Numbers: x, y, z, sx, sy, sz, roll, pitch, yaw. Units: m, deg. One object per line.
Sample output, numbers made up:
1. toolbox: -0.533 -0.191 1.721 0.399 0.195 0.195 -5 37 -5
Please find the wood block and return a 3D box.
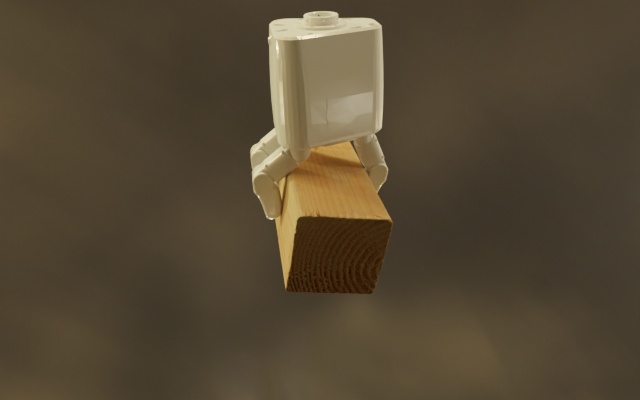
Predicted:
1. wood block: 0.000 0.001 0.529 0.091 0.090 0.206 3 30 -12
